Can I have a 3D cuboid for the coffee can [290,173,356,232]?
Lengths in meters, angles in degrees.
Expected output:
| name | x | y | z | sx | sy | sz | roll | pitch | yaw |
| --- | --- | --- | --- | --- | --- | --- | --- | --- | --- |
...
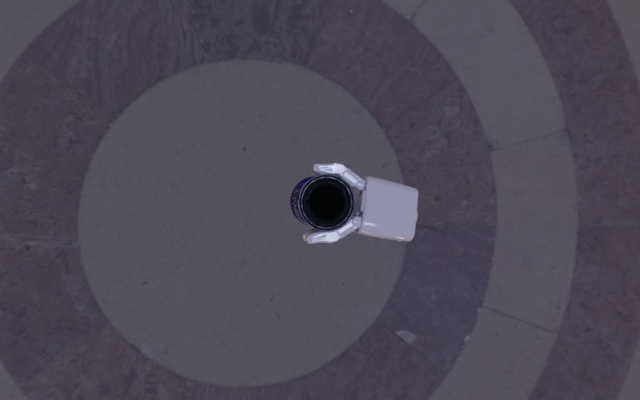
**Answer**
| name | x | y | z | sx | sy | sz | roll | pitch | yaw |
| --- | --- | --- | --- | --- | --- | --- | --- | --- | --- |
| coffee can | 0.000 | 0.003 | 0.897 | 0.103 | 0.103 | 0.140 | 0 | 1 | -9 |
